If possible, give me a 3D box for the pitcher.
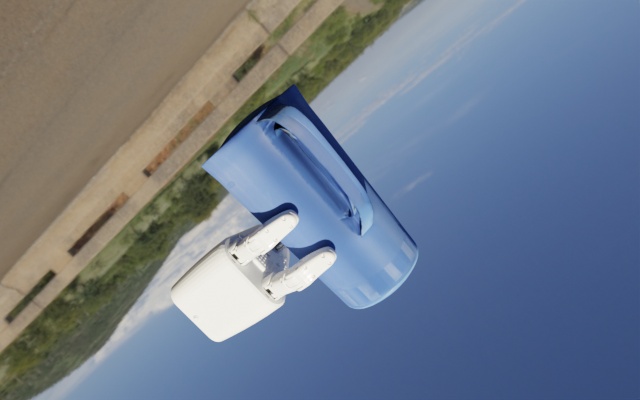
[{"bbox_3d":[0.000,0.002,0.525,0.145,0.243,0.149,-37,12,23],"label":"pitcher"}]
